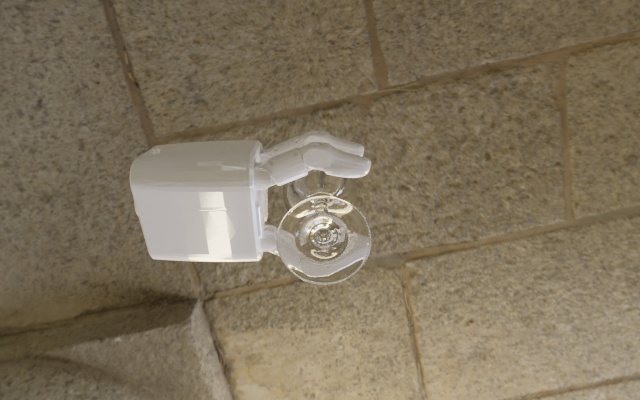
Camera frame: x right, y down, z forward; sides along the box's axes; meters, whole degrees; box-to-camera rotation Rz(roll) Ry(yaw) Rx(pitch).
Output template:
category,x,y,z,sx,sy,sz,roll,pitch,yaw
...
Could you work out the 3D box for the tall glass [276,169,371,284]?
category,x,y,z,sx,sy,sz,roll,pitch,yaw
tall glass,0.000,0.002,0.464,0.079,0.079,0.201,0,18,-1
